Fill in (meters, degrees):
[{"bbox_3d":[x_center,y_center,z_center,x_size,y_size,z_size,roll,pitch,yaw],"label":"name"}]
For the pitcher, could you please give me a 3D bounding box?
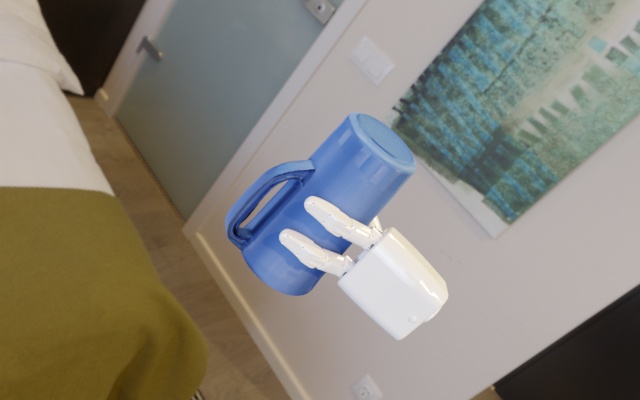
[{"bbox_3d":[0.000,0.002,0.627,0.243,0.145,0.149,-49,-9,26],"label":"pitcher"}]
